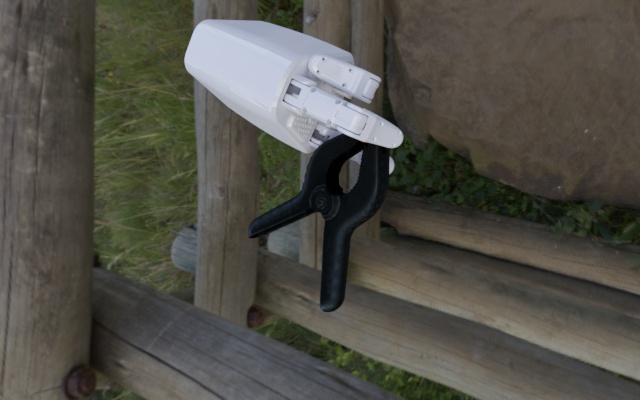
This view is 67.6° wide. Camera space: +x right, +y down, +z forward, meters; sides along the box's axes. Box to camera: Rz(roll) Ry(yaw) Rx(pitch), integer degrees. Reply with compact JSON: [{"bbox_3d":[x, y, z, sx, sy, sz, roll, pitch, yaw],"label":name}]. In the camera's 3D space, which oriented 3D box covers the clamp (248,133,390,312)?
[{"bbox_3d":[0.000,0.001,0.433,0.120,0.171,0.039,30,14,21],"label":"clamp"}]
